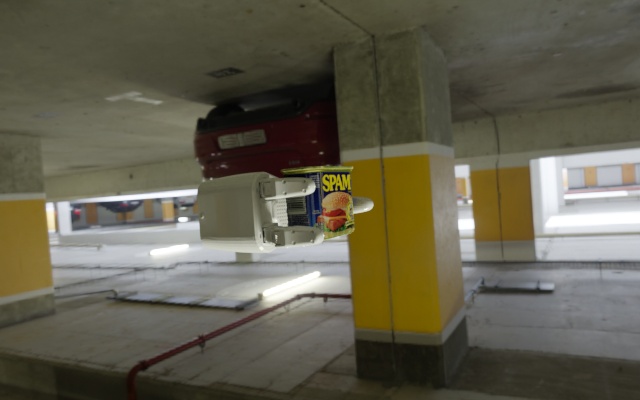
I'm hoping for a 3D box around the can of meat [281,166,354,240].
[{"bbox_3d":[0.000,0.002,0.577,0.057,0.084,0.102,-3,2,31],"label":"can of meat"}]
